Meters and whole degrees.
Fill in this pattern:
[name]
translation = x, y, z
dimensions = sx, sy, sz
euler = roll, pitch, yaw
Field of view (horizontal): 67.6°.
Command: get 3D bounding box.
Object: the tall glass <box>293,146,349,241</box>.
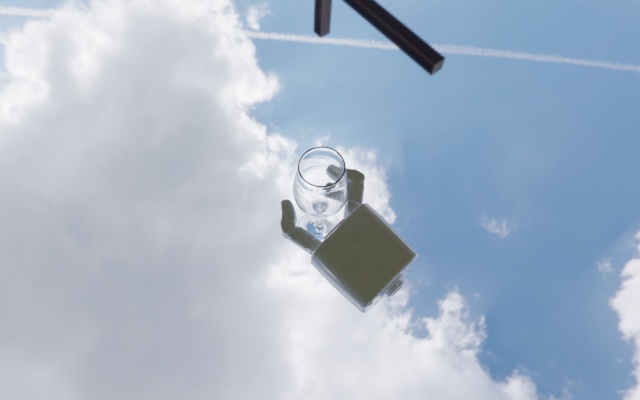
[tall glass]
translation = 0.000, 0.003, 0.698
dimensions = 0.079, 0.079, 0.201
euler = 0, -28, -1
